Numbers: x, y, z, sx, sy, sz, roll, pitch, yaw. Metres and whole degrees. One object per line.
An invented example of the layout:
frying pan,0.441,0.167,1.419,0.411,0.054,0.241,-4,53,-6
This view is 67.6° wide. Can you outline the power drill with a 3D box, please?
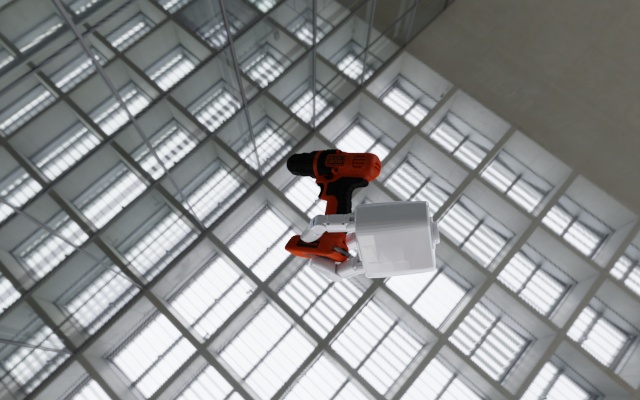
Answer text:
power drill,0.000,0.003,0.799,0.184,0.187,0.057,4,-16,37
